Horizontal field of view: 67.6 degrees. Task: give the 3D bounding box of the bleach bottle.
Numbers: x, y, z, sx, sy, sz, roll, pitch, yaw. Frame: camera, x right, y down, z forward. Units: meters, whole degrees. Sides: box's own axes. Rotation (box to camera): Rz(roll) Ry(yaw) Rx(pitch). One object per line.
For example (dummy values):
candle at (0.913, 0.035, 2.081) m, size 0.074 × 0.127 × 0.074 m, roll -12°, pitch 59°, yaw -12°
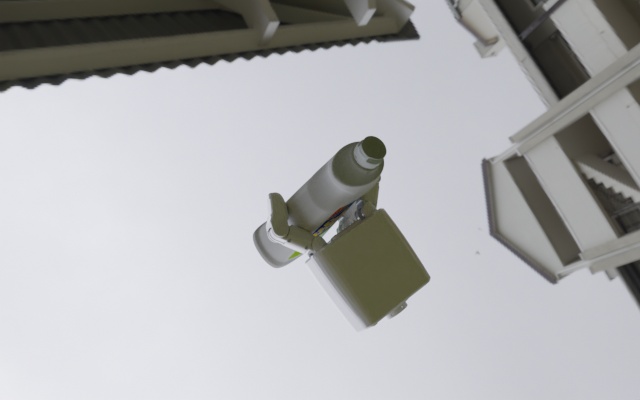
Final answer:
bleach bottle at (0.000, 0.002, 0.582) m, size 0.102 × 0.068 × 0.251 m, roll -30°, pitch -9°, yaw -33°
